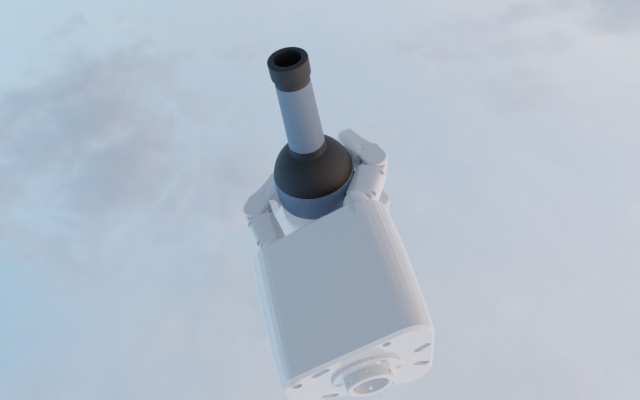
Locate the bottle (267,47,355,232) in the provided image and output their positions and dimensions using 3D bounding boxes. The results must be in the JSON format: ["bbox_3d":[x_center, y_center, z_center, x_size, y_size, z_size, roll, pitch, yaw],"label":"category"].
[{"bbox_3d":[0.000,0.001,0.419,0.069,0.069,0.296,0,-39,11],"label":"bottle"}]
